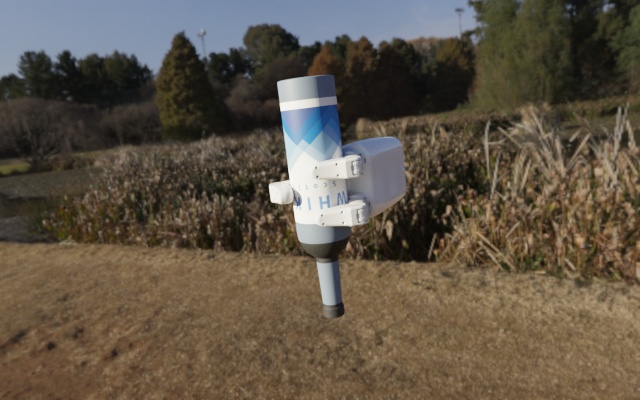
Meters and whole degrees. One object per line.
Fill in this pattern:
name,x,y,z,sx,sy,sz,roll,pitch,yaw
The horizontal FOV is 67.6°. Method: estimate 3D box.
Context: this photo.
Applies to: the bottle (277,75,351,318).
bottle,0.000,0.002,0.583,0.069,0.296,0.069,-7,11,1
